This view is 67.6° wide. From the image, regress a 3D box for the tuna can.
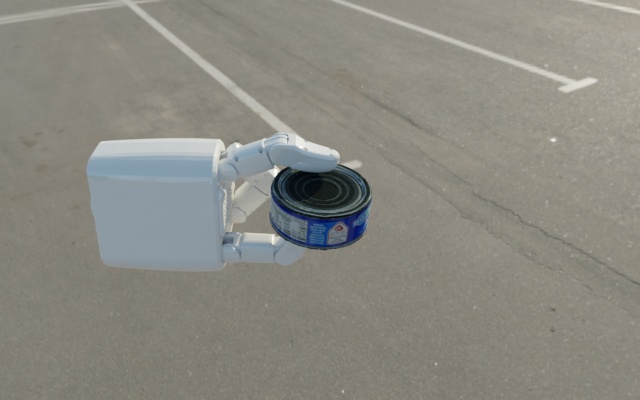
[{"bbox_3d":[0.000,0.001,0.403,0.086,0.034,0.086,4,36,-3],"label":"tuna can"}]
